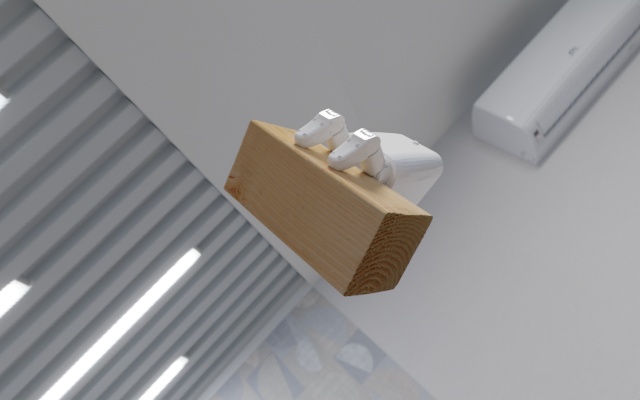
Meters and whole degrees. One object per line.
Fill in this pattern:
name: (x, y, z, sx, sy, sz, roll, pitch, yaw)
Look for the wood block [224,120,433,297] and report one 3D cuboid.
wood block: (0.000, 0.002, 0.509, 0.090, 0.091, 0.206, 5, 25, -49)
